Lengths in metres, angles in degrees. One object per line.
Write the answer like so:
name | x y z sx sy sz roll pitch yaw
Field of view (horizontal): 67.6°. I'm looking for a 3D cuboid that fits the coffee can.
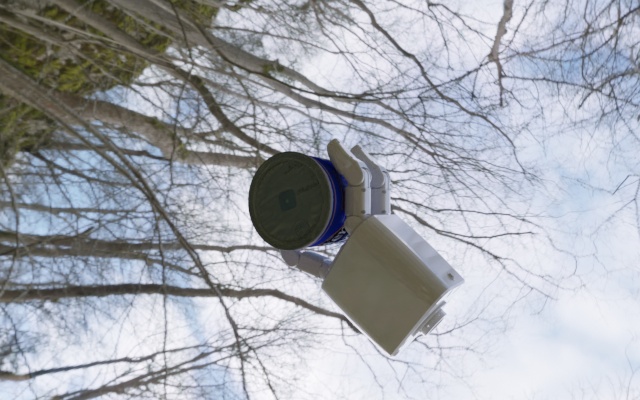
coffee can | 0.000 0.002 0.549 0.103 0.103 0.140 0 -1 30
